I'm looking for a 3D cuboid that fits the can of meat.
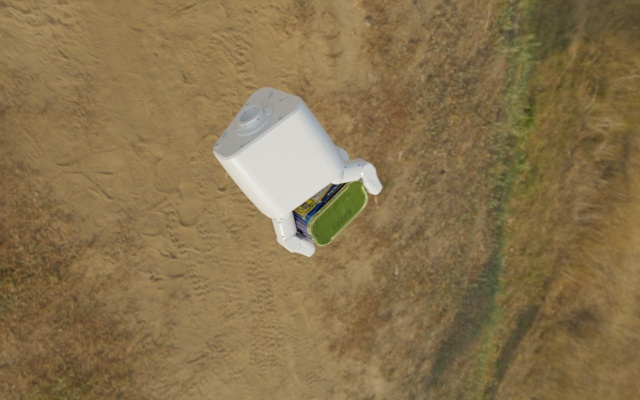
[{"bbox_3d":[0.000,0.002,0.627,0.084,0.102,0.057,29,-22,46],"label":"can of meat"}]
